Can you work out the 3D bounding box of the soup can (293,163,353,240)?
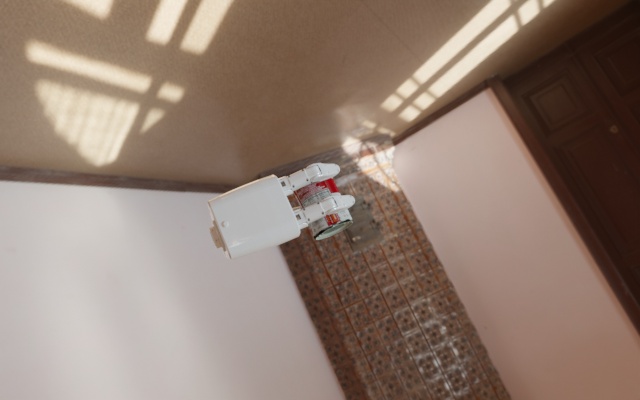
[{"bbox_3d":[0.001,0.003,0.749,0.068,0.102,0.068,-24,-14,-6],"label":"soup can"}]
